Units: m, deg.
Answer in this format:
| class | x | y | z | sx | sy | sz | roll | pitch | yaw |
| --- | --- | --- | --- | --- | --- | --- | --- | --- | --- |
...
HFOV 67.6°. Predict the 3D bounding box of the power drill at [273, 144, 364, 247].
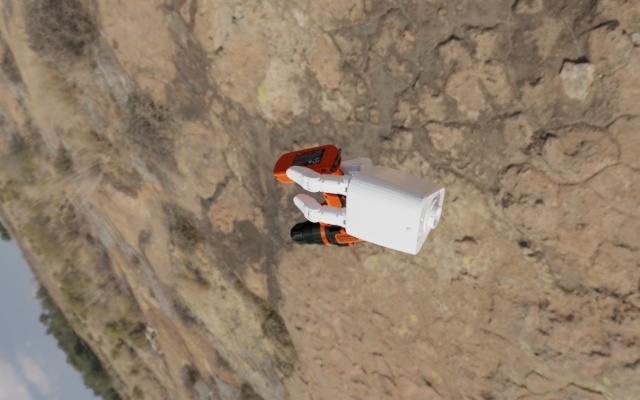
| class | x | y | z | sx | sy | sz | roll | pitch | yaw |
| --- | --- | --- | --- | --- | --- | --- | --- | --- | --- |
| power drill | 0.000 | 0.002 | 0.777 | 0.184 | 0.057 | 0.188 | -9 | -47 | 27 |
